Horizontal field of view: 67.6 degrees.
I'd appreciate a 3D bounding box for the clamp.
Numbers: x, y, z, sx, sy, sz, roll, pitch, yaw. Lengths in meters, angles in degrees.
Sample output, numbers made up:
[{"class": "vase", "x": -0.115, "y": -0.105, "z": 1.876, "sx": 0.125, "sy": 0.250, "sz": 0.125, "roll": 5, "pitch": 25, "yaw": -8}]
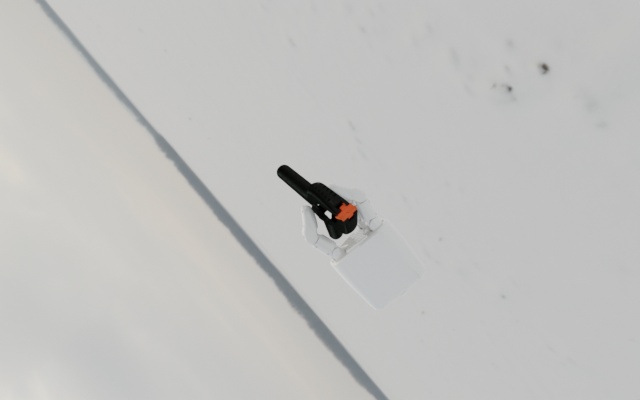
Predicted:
[{"class": "clamp", "x": 0.000, "y": 0.003, "z": 0.746, "sx": 0.036, "sy": 0.164, "sz": 0.210, "roll": -44, "pitch": 8, "yaw": -10}]
